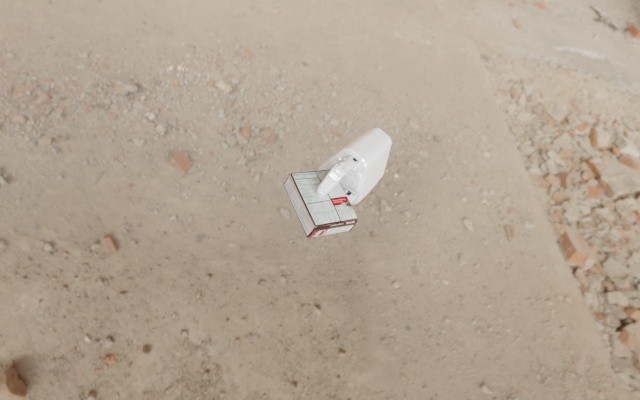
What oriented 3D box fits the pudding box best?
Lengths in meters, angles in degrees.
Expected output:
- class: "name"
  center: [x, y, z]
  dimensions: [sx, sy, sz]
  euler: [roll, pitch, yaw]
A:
- class: "pudding box"
  center: [0.000, 0.003, 0.808]
  dimensions: [0.090, 0.113, 0.039]
  euler: [-8, -32, -32]
